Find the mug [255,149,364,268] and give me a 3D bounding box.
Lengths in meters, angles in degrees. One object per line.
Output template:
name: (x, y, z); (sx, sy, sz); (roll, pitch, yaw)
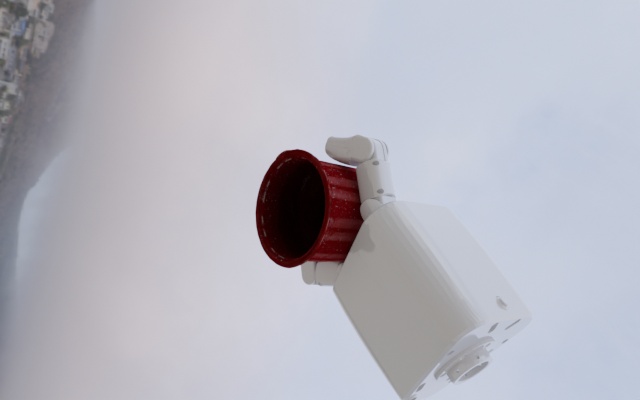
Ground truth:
mug: (0.000, 0.000, 0.407); (0.081, 0.093, 0.117); (7, 40, -42)
